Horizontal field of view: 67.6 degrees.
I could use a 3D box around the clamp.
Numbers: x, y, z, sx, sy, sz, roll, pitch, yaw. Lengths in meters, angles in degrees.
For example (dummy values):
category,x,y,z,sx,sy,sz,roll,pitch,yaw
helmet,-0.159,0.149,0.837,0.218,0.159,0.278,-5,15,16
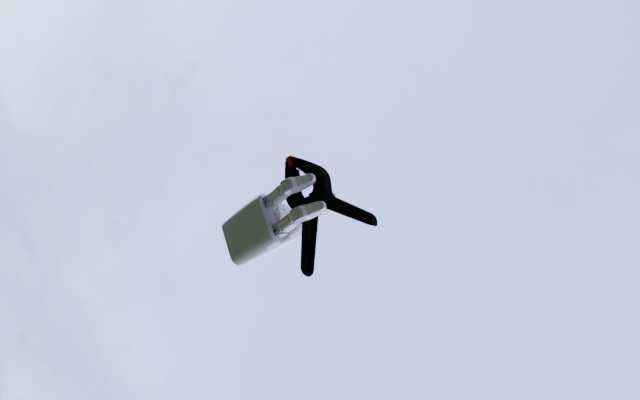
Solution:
category,x,y,z,sx,sy,sz,roll,pitch,yaw
clamp,0.000,0.002,0.816,0.164,0.210,0.036,-33,-25,27
